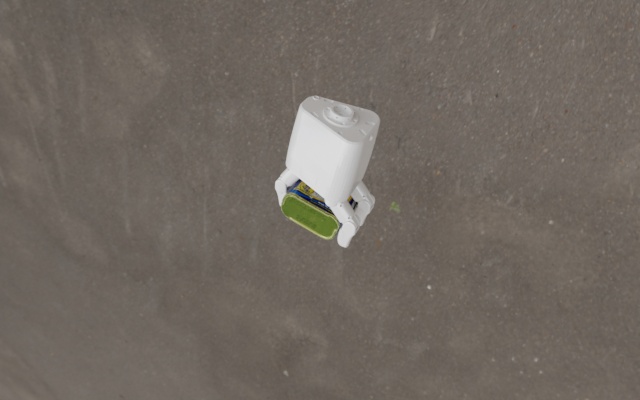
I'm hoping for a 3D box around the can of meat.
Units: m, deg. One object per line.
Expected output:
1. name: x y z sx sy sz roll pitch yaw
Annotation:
1. can of meat: 0.000 0.003 0.743 0.102 0.057 0.084 29 44 9
